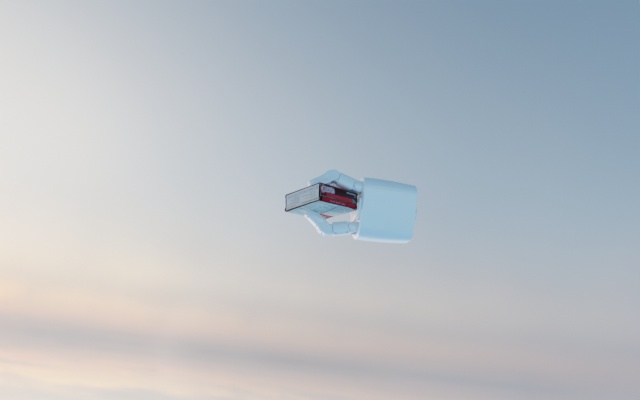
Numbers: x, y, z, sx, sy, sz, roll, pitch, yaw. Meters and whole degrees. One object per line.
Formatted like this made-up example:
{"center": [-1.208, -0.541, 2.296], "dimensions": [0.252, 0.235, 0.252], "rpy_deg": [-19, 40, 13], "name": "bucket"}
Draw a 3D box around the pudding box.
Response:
{"center": [0.000, 0.003, 0.889], "dimensions": [0.090, 0.039, 0.113], "rpy_deg": [16, -22, -35], "name": "pudding box"}
